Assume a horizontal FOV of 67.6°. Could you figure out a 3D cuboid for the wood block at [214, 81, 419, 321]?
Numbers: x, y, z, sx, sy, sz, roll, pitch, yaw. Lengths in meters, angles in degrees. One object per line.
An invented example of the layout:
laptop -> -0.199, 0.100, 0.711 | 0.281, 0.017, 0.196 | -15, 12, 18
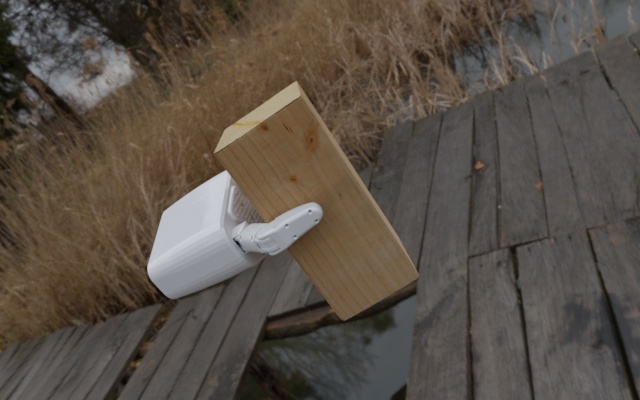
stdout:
wood block -> 0.000, 0.002, 0.464 | 0.090, 0.206, 0.090 | -32, 21, 9
